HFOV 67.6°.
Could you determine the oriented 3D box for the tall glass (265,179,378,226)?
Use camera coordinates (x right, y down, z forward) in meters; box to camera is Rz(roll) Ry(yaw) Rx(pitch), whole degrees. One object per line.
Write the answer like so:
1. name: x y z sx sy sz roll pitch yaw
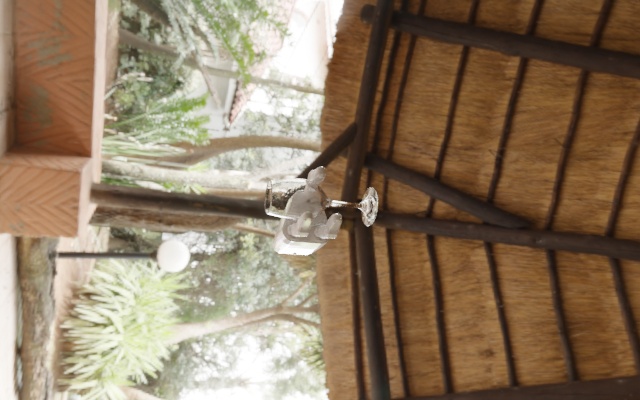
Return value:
1. tall glass: 0.001 0.003 0.888 0.201 0.079 0.079 6 -2 -18
